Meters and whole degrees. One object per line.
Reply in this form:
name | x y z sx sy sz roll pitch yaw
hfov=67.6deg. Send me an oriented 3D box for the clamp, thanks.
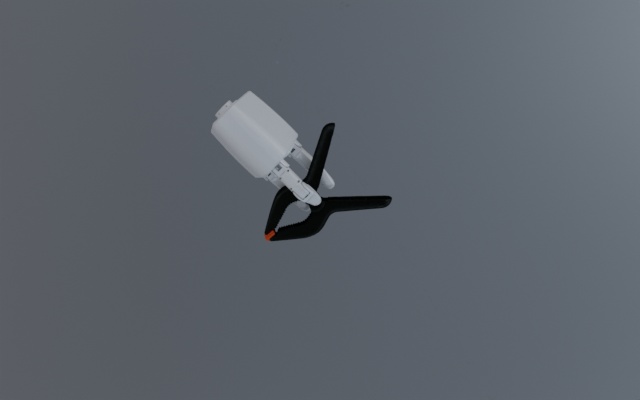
clamp | 0.000 0.003 0.774 0.164 0.210 0.036 44 8 -10
